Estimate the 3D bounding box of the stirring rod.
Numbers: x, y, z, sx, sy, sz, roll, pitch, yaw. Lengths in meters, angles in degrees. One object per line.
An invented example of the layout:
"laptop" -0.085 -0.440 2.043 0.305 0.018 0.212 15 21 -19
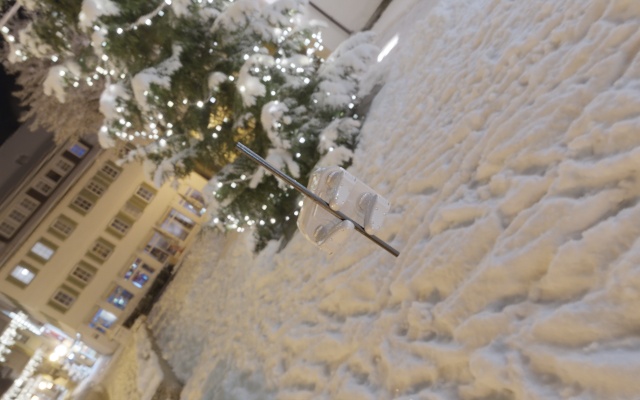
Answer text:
"stirring rod" 0.000 0.002 0.579 0.239 0.011 0.011 34 -8 -11
